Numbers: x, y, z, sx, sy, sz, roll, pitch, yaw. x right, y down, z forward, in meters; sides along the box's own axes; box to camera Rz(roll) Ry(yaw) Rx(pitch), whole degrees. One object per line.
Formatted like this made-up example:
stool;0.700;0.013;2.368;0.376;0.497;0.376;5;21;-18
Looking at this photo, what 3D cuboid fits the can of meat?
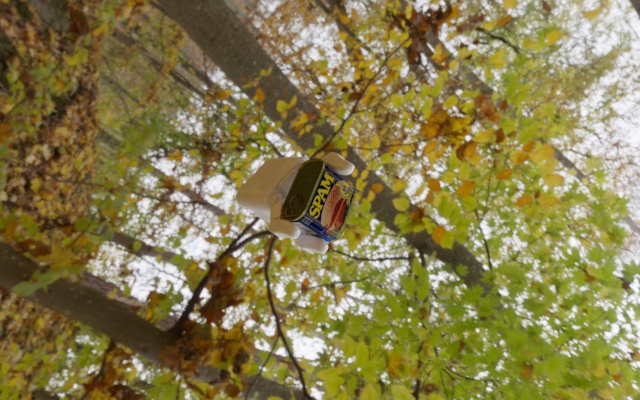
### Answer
can of meat;0.000;0.002;0.714;0.084;0.102;0.057;35;-22;-35
